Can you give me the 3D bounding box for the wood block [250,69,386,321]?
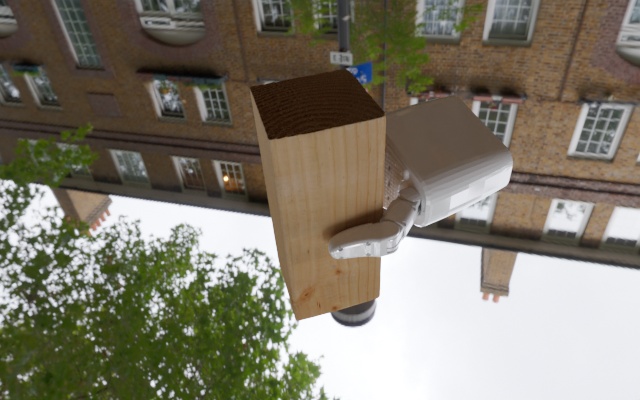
[{"bbox_3d":[0.001,0.002,0.434,0.090,0.206,0.090,-13,40,-10],"label":"wood block"}]
